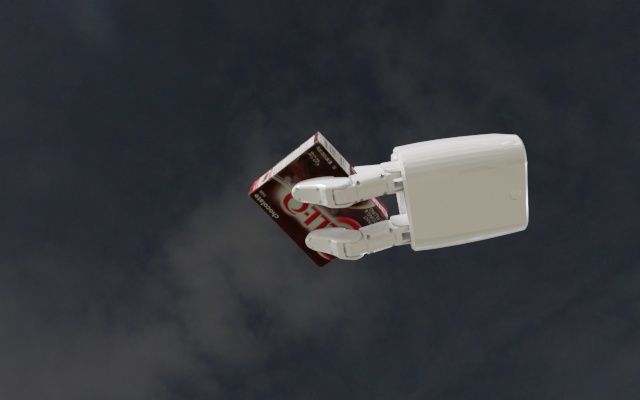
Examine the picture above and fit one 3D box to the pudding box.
[{"bbox_3d":[0.000,0.001,0.477,0.090,0.113,0.039,-36,18,18],"label":"pudding box"}]
